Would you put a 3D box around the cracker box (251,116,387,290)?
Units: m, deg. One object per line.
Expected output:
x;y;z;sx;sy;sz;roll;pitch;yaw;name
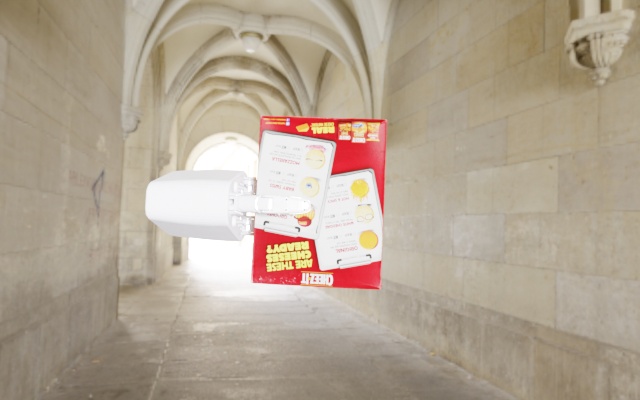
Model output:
0.000;0.002;0.624;0.164;0.213;0.072;2;-3;5;cracker box
